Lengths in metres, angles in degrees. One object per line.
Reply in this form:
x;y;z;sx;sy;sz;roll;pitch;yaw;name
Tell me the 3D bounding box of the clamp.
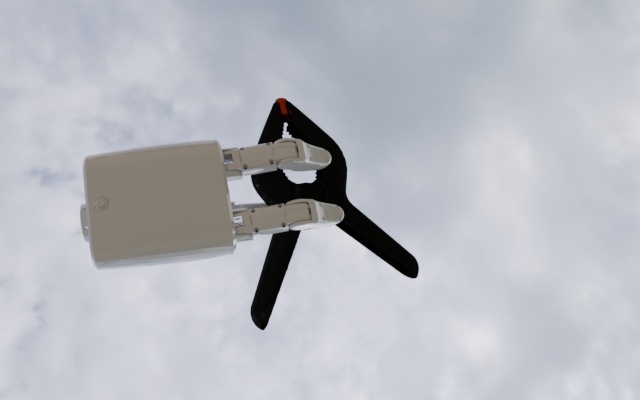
0.000;0.001;0.453;0.164;0.210;0.036;-7;-15;-19;clamp
